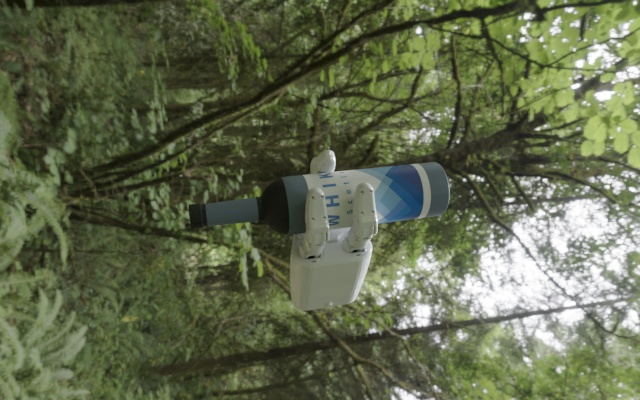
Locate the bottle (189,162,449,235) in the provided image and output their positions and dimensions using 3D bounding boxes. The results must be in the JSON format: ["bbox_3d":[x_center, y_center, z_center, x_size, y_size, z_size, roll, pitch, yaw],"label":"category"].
[{"bbox_3d":[0.000,0.002,0.554,0.296,0.069,0.069,-6,1,-13],"label":"bottle"}]
